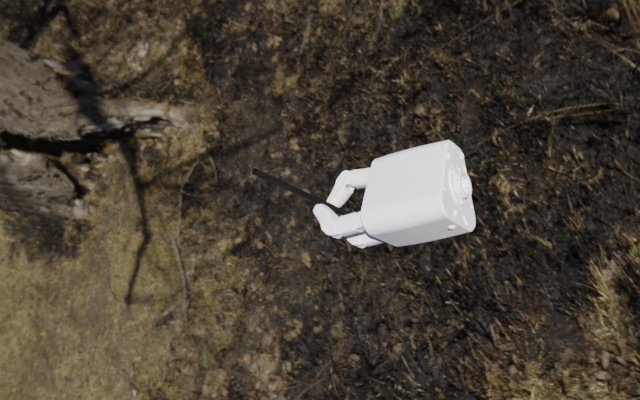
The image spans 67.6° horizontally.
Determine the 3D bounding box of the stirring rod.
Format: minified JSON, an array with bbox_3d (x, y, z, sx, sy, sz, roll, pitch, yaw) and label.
[{"bbox_3d":[0.000,0.002,0.643,0.011,0.011,0.239,0,-18,43],"label":"stirring rod"}]
